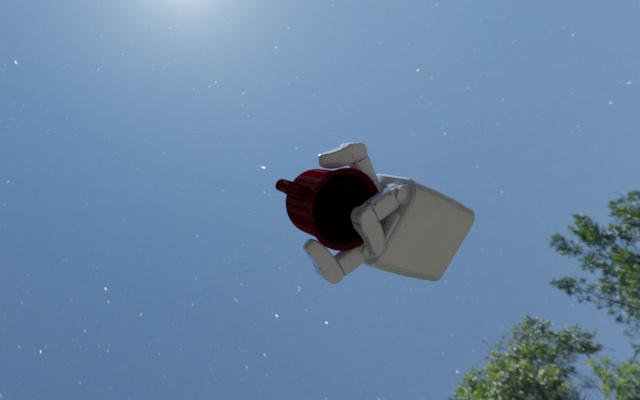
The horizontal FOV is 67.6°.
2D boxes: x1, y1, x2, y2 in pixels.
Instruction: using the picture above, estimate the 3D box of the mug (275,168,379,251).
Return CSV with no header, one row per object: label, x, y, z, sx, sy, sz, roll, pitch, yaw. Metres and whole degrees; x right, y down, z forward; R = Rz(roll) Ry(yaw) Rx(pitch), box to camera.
mug,-0.001,0.001,0.555,0.117,0.093,0.081,20,-2,-28
